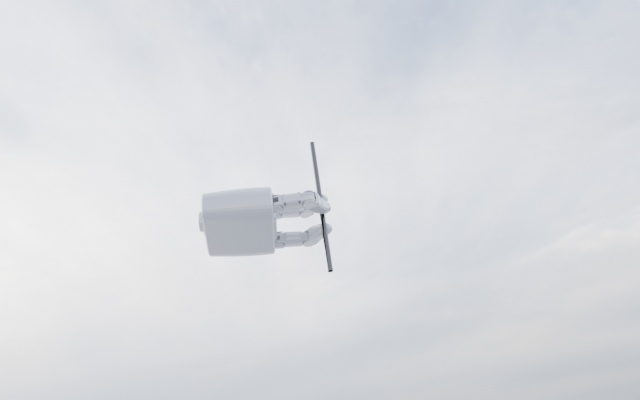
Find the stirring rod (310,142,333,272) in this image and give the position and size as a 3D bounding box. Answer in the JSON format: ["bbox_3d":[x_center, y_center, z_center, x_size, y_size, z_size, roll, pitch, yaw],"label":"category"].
[{"bbox_3d":[0.000,0.003,0.772,0.011,0.239,0.011,-6,-30,-4],"label":"stirring rod"}]
